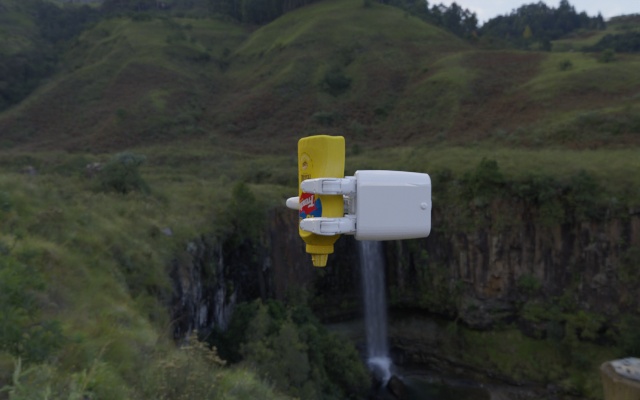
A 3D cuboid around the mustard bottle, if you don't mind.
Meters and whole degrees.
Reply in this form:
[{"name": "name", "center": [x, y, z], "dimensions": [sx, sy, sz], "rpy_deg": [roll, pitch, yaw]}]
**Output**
[{"name": "mustard bottle", "center": [0.000, 0.002, 0.713], "dimensions": [0.058, 0.191, 0.096], "rpy_deg": [-1, 2, -28]}]
